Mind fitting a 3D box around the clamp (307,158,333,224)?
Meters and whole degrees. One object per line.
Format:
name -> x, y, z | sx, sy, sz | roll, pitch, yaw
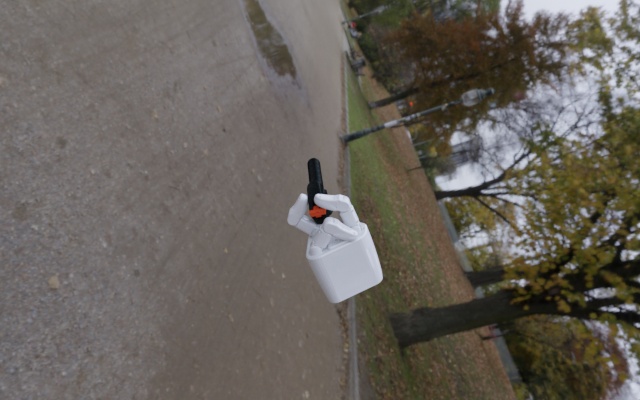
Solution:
clamp -> 0.001, 0.003, 0.884 | 0.039, 0.120, 0.171 | -19, 25, 11
